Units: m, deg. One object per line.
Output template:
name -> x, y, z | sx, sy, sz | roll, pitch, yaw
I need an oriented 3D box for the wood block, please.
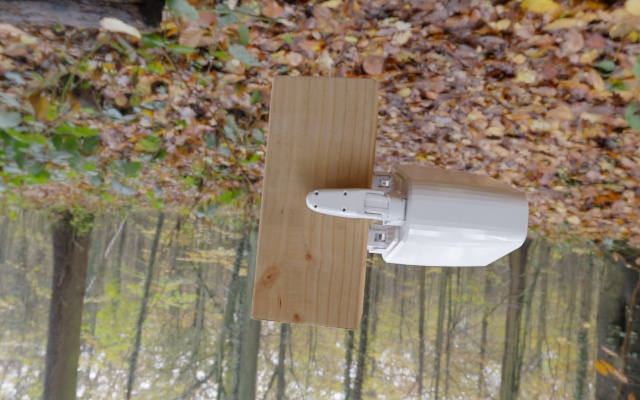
wood block -> 0.000, 0.002, 0.435 | 0.090, 0.206, 0.091 | 4, -4, 8
